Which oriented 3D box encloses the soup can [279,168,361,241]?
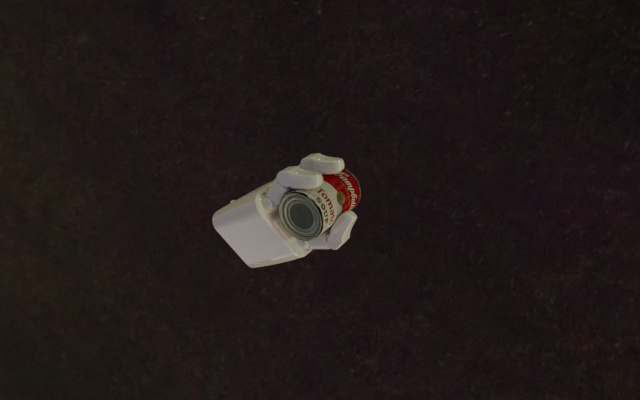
[{"bbox_3d":[0.000,0.002,0.630,0.068,0.068,0.102,0,22,34],"label":"soup can"}]
